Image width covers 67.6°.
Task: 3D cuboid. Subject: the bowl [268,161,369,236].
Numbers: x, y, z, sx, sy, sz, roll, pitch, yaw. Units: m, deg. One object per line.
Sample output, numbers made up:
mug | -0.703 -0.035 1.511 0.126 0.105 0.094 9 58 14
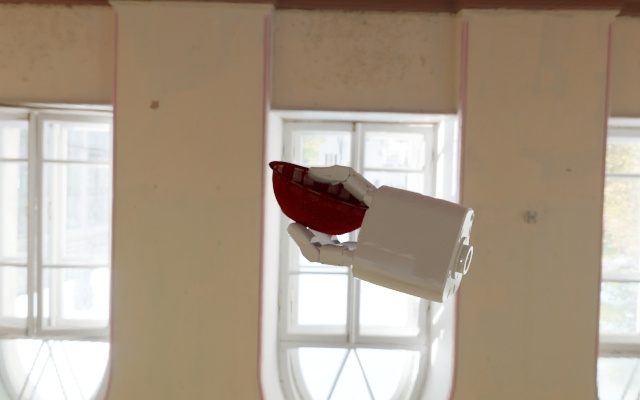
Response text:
bowl | -0.001 0.002 0.626 0.162 0.055 0.162 21 12 -5
